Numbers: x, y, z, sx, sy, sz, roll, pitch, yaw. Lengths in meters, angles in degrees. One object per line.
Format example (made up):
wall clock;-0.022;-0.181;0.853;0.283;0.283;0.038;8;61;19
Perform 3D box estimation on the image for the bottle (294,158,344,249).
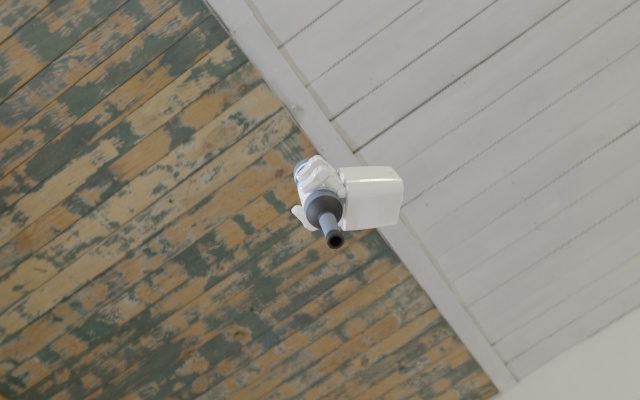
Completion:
bottle;0.000;0.003;0.863;0.069;0.069;0.295;0;24;-10
